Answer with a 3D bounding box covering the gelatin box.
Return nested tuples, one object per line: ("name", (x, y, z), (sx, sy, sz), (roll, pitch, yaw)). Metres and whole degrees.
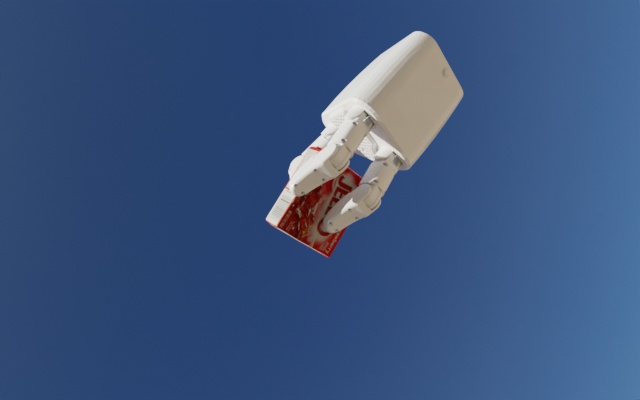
("gelatin box", (0.000, 0.002, 0.479), (0.073, 0.089, 0.030), (34, -4, -33))
